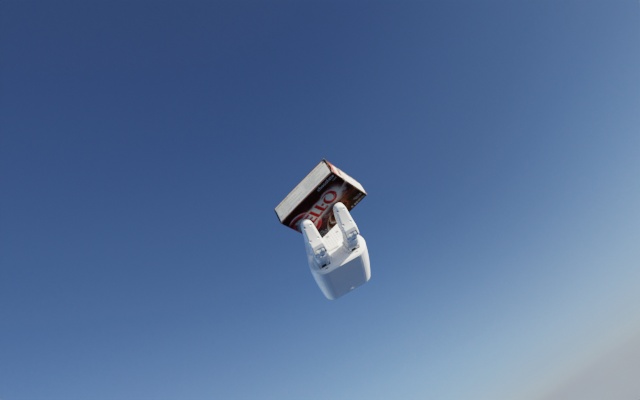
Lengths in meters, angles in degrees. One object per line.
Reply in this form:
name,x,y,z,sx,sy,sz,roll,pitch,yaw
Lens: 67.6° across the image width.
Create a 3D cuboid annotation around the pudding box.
pudding box,0.000,0.002,0.720,0.090,0.113,0.039,29,19,-45
